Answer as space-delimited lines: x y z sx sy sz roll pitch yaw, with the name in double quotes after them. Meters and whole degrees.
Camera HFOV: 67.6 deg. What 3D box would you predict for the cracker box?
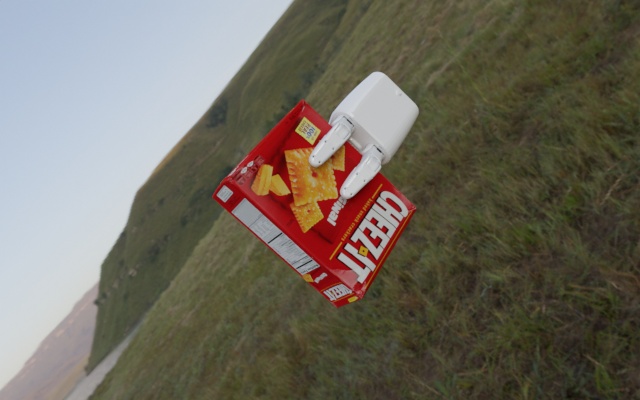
0.000 0.002 0.608 0.164 0.214 0.072 -52 8 -33 "cracker box"
